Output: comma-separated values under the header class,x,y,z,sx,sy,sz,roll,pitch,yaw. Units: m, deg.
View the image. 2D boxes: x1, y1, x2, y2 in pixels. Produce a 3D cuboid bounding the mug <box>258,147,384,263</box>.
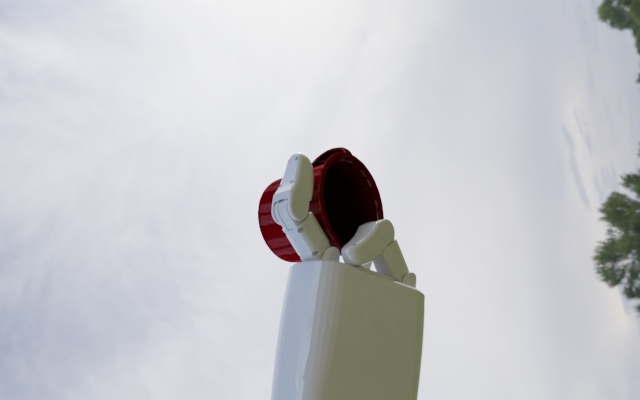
class,x,y,z,sx,sy,sz,roll,pitch,yaw
mug,0.000,0.000,0.437,0.081,0.117,0.093,-15,-37,38
